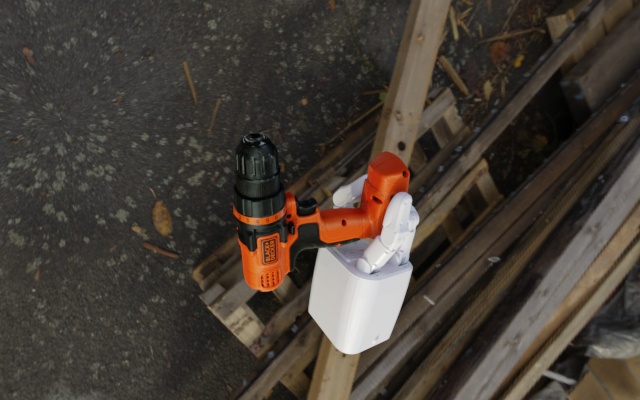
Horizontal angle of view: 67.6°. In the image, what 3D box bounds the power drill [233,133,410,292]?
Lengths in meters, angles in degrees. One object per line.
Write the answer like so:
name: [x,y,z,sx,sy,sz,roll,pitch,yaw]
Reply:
power drill: [0.001,0.002,0.509,0.187,0.185,0.057,-12,39,-19]
